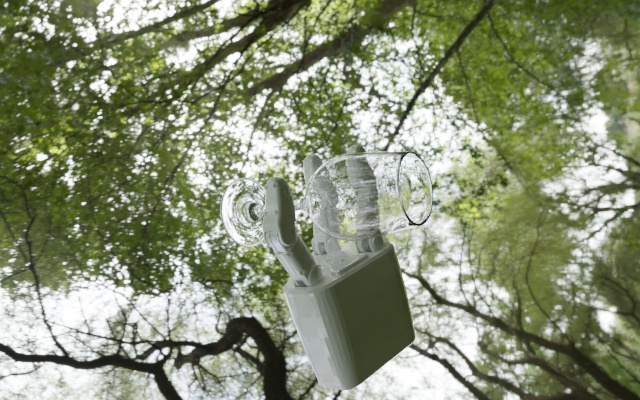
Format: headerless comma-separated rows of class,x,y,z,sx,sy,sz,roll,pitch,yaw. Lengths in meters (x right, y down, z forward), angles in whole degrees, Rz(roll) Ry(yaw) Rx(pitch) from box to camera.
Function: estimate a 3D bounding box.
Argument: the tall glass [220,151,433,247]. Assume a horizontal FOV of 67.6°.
tall glass,-0.001,0.001,0.447,0.201,0.079,0.079,-9,-5,38
